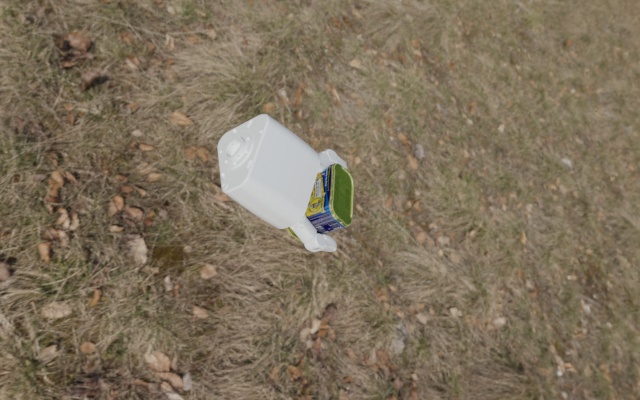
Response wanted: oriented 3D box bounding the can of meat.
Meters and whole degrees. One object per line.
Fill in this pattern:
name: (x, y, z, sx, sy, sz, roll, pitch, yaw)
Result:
can of meat: (0.000, 0.002, 0.702, 0.084, 0.102, 0.057, -21, -42, 32)
